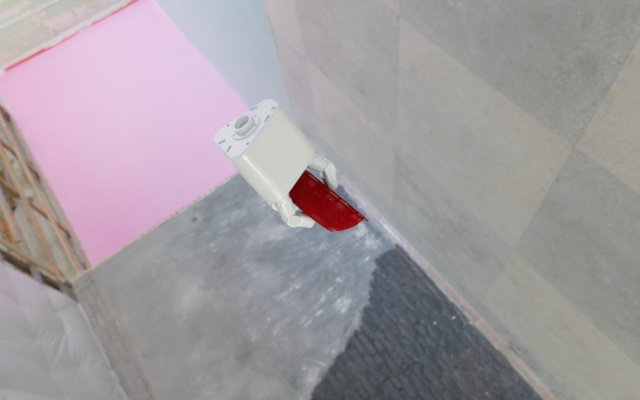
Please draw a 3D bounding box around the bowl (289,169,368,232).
[{"bbox_3d":[0.001,0.004,0.794,0.162,0.055,0.162,38,3,-2],"label":"bowl"}]
